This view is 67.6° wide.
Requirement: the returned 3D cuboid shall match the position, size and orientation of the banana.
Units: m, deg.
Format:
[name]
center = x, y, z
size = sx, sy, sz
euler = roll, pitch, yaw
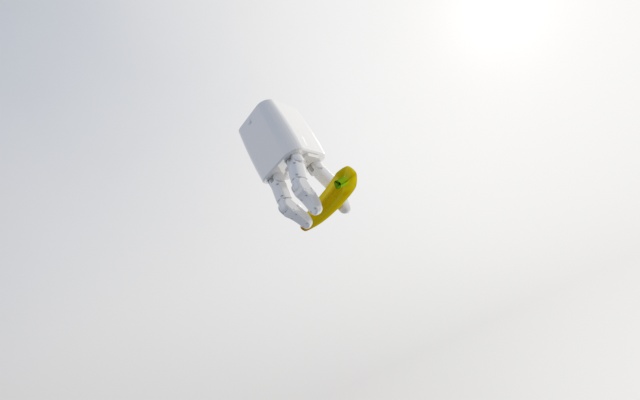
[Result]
[banana]
center = 0.016, -0.007, 0.749
size = 0.069, 0.037, 0.198
euler = -28, -13, -26
